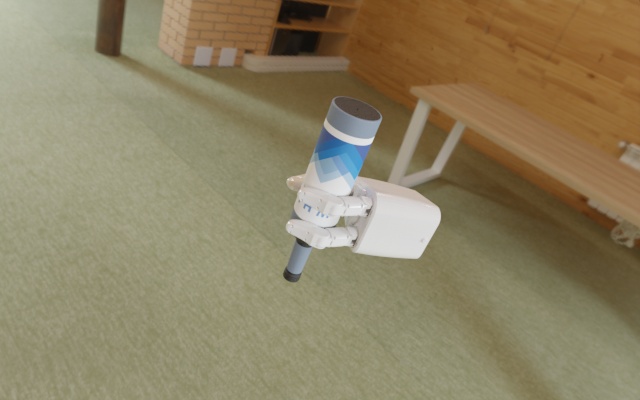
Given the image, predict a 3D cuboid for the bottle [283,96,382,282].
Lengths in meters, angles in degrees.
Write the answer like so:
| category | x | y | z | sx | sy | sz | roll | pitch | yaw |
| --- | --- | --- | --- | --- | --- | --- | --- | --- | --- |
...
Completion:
| category | x | y | z | sx | sy | sz | roll | pitch | yaw |
| --- | --- | --- | --- | --- | --- | --- | --- | --- | --- |
| bottle | 0.000 | 0.002 | 0.673 | 0.069 | 0.296 | 0.069 | 15 | 32 | -10 |
